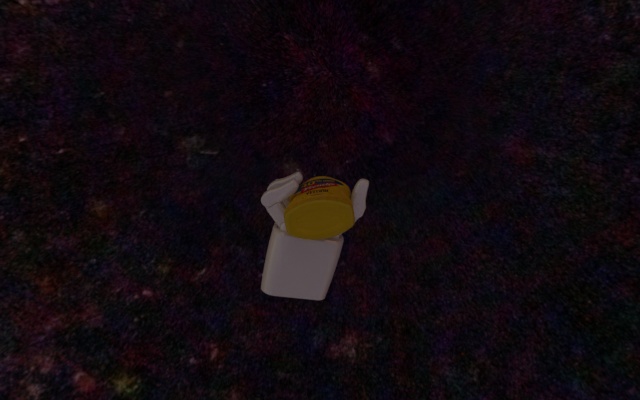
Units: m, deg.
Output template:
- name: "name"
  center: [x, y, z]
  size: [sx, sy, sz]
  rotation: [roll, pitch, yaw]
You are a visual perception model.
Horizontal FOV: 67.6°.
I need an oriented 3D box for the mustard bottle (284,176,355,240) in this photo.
- name: "mustard bottle"
  center: [0.000, 0.002, 0.731]
  size: [0.096, 0.058, 0.191]
  rotation: [-10, 15, 4]
